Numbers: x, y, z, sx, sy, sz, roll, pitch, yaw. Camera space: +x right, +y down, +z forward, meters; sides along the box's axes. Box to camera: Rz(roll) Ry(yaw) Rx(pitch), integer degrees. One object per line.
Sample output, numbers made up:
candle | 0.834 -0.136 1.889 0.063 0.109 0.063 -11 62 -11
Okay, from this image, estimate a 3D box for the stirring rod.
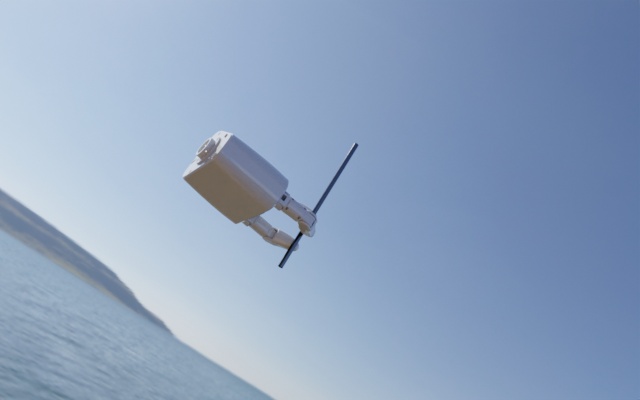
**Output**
stirring rod | 0.000 0.002 0.741 0.011 0.239 0.011 27 -22 12
